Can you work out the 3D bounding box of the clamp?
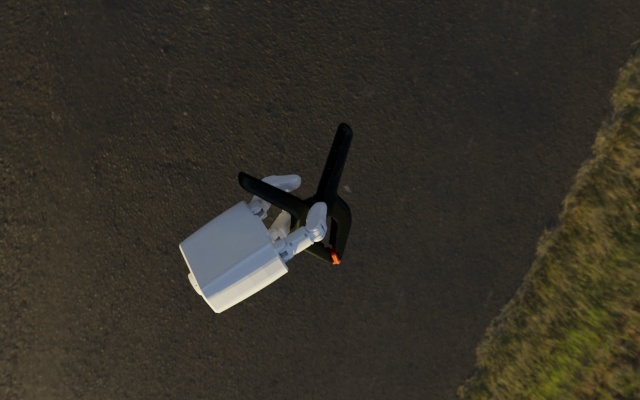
[{"bbox_3d":[0.000,0.003,0.671,0.164,0.210,0.036,-32,36,-7],"label":"clamp"}]
